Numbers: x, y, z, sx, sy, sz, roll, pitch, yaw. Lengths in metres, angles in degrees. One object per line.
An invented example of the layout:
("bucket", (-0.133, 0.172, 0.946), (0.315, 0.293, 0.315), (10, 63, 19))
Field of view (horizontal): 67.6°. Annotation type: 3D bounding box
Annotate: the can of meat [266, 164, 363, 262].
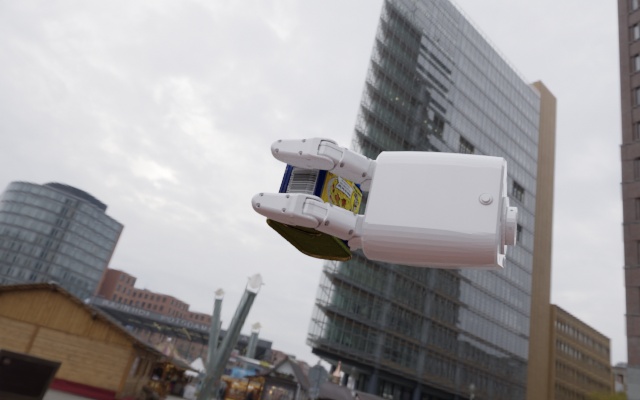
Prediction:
("can of meat", (0.000, 0.001, 0.464), (0.057, 0.084, 0.102), (2, -26, 28))
